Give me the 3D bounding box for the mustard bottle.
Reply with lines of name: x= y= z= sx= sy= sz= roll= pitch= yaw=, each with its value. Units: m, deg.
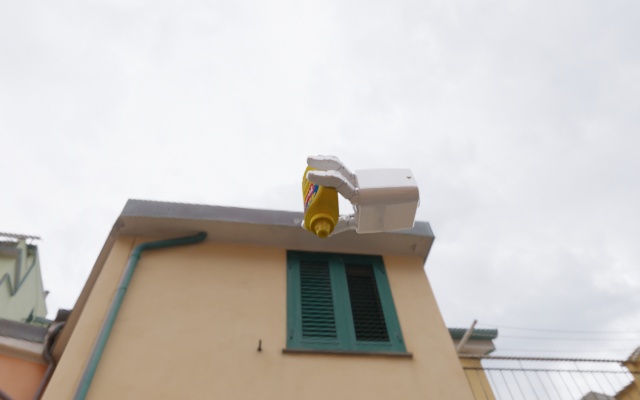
mustard bottle: x=0.000 y=0.003 z=0.850 sx=0.058 sy=0.096 sz=0.191 roll=17 pitch=31 yaw=-14
